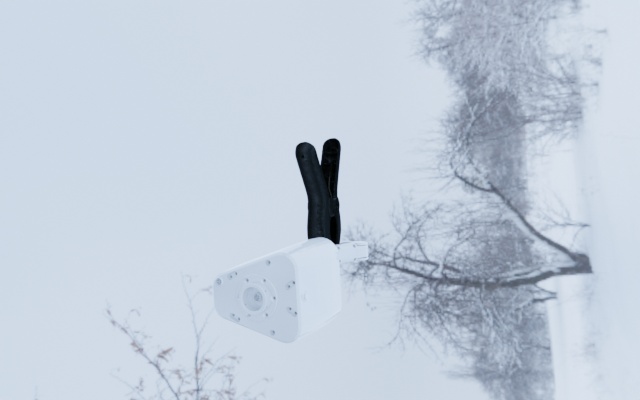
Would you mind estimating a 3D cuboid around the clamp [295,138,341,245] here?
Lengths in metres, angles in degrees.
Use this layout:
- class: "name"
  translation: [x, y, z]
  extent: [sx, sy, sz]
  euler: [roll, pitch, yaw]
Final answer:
- class: "clamp"
  translation: [0.000, 0.002, 0.598]
  extent: [0.039, 0.171, 0.120]
  euler: [-3, 0, 26]
